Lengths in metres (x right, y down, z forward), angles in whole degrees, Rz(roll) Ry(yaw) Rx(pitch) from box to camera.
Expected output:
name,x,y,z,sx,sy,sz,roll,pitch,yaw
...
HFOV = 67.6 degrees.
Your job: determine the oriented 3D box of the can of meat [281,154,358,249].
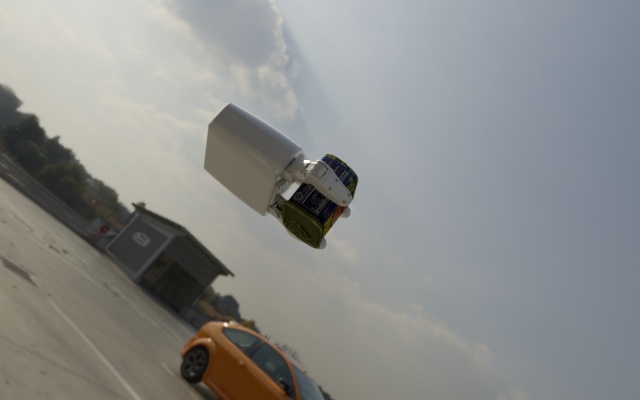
name,x,y,z,sx,sy,sz,roll,pitch,yaw
can of meat,0.000,0.002,0.587,0.057,0.084,0.102,34,-19,10
